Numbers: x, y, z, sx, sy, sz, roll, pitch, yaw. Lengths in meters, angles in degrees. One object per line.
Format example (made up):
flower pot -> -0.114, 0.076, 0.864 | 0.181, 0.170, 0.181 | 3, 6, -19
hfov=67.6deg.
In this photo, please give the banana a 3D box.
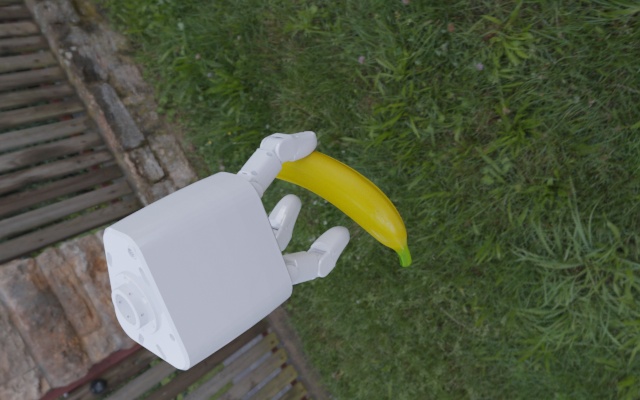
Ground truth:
banana -> 0.006, -0.010, 0.451 | 0.197, 0.070, 0.037 | 35, 45, 21
